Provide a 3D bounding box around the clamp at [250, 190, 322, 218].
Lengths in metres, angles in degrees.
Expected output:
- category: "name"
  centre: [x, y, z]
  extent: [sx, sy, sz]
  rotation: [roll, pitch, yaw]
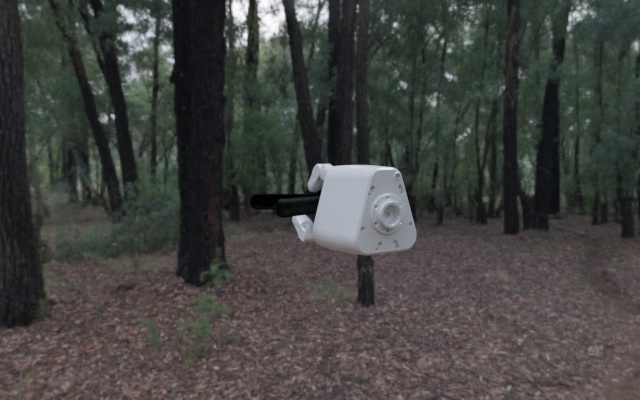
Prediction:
- category: "clamp"
  centre: [0.001, 0.002, 0.737]
  extent: [0.210, 0.036, 0.164]
  rotation: [-3, 5, -28]
